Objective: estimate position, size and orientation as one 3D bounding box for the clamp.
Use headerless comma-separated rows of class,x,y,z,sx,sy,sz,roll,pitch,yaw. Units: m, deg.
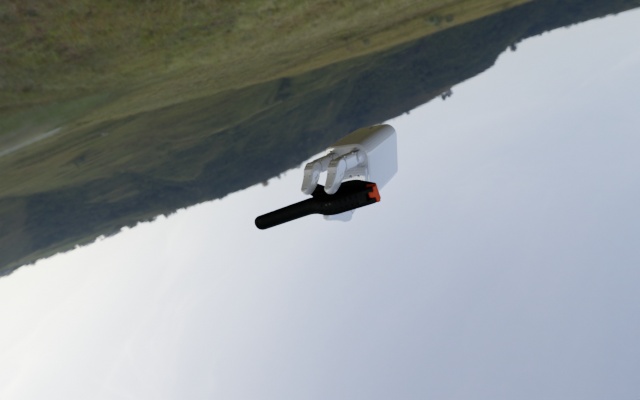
clamp,0.001,0.003,0.790,0.210,0.036,0.164,-3,25,44
